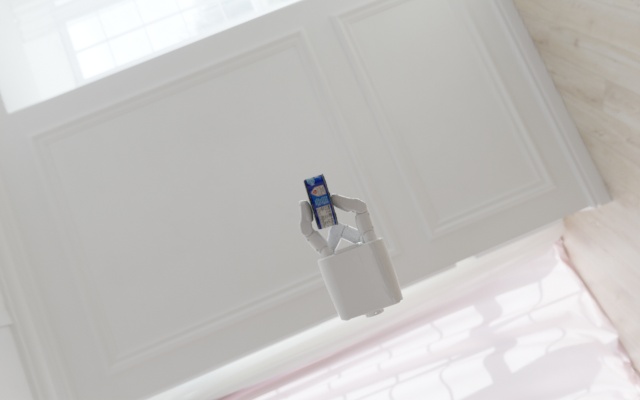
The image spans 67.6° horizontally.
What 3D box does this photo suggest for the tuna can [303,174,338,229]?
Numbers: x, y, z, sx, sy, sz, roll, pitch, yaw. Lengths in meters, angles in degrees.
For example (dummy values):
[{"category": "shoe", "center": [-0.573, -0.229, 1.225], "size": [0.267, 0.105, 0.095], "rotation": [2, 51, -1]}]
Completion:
[{"category": "tuna can", "center": [0.000, 0.003, 0.766], "size": [0.034, 0.086, 0.086], "rotation": [-17, 0, -2]}]
